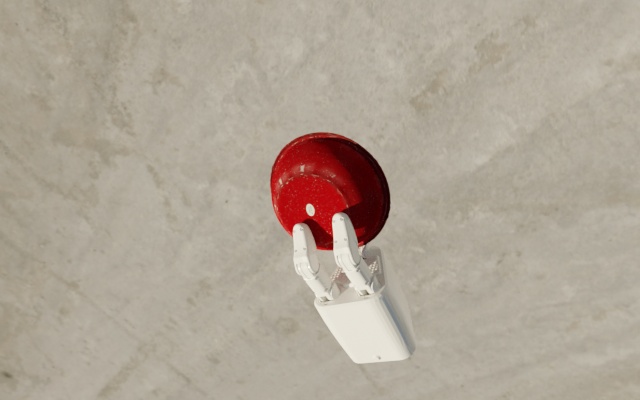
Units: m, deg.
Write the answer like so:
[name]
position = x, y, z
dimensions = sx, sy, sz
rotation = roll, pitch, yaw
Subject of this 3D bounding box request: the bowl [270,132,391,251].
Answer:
[bowl]
position = -0.001, 0.001, 0.579
dimensions = 0.162, 0.162, 0.055
rotation = 0, 23, 24
